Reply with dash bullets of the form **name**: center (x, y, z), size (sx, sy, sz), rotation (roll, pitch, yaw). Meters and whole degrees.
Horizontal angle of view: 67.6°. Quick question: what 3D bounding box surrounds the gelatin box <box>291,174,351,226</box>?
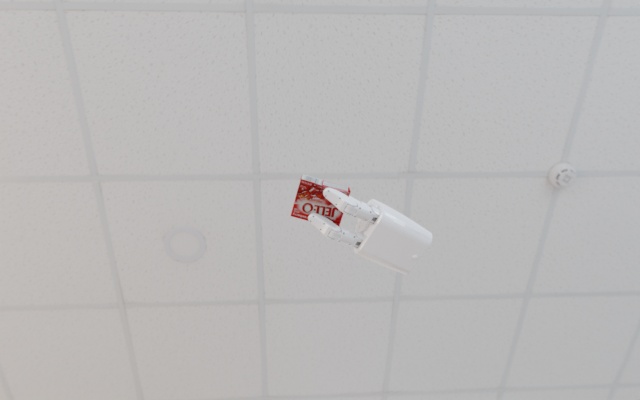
- **gelatin box**: center (0.000, 0.002, 0.831), size (0.089, 0.073, 0.030), rotation (16, 23, -2)
